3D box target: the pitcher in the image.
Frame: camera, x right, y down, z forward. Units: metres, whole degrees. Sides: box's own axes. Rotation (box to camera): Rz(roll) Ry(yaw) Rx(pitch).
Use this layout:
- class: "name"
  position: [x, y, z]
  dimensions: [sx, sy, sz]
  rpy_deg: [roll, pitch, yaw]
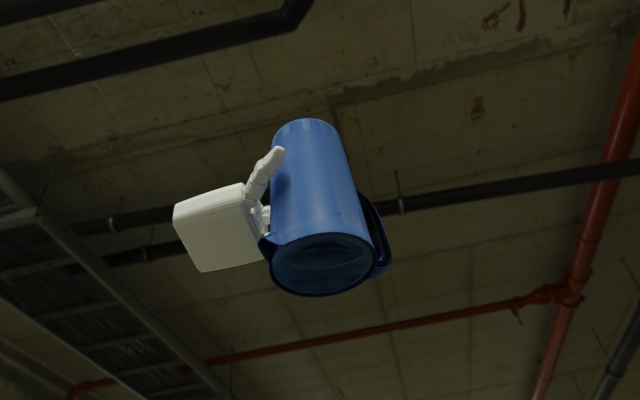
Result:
- class: "pitcher"
  position: [0.000, 0.002, 0.660]
  dimensions: [0.145, 0.242, 0.149]
  rpy_deg: [-18, -44, 10]
